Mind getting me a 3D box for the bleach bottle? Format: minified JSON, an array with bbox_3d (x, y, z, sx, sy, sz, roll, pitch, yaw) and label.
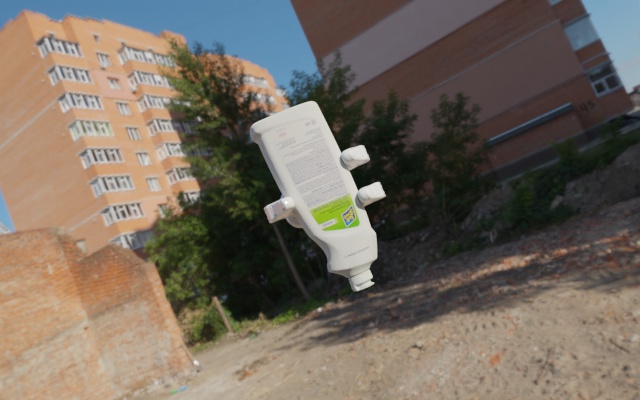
[{"bbox_3d":[0.000,0.002,0.633,0.102,0.251,0.068,-23,-5,-3],"label":"bleach bottle"}]
